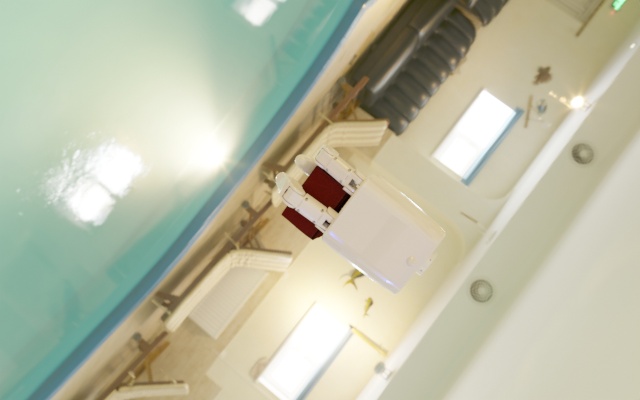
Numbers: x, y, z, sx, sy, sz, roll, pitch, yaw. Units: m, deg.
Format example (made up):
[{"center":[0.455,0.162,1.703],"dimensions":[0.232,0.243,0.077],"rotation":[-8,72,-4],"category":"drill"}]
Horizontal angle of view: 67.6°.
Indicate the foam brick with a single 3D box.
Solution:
[{"center":[0.000,0.002,0.584],"dimensions":[0.051,0.078,0.053],"rotation":[39,13,11],"category":"foam brick"}]
